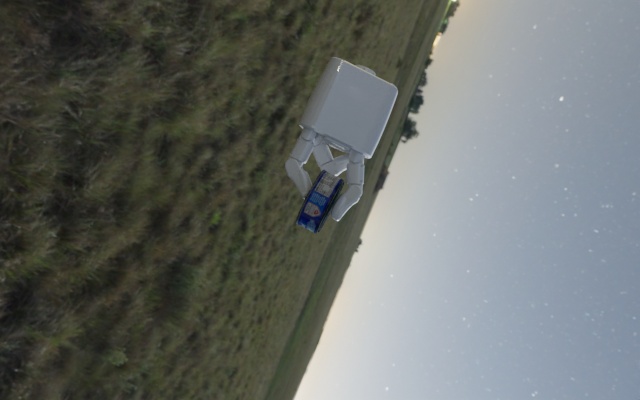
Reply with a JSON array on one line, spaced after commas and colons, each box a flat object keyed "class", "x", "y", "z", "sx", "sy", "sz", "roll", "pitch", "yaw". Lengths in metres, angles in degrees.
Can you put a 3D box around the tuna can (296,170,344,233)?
[{"class": "tuna can", "x": 0.001, "y": 0.003, "z": 0.666, "sx": 0.034, "sy": 0.086, "sz": 0.086, "roll": 27, "pitch": 3, "yaw": 5}]
